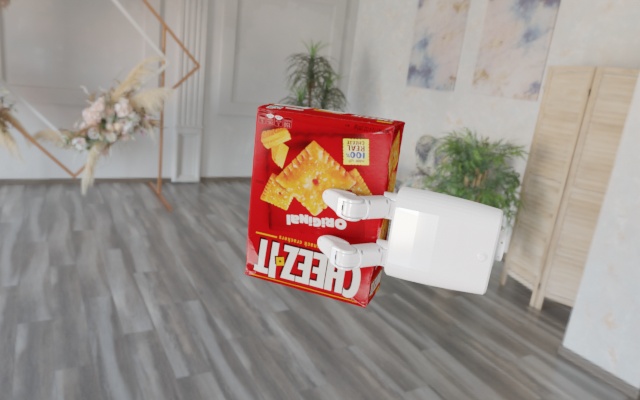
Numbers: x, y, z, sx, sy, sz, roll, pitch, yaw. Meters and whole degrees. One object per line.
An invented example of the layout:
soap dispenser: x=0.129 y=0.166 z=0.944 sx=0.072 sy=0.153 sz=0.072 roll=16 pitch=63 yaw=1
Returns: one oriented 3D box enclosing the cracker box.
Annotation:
cracker box: x=0.000 y=0.002 z=0.569 sx=0.164 sy=0.214 sz=0.072 roll=12 pitch=16 yaw=18
